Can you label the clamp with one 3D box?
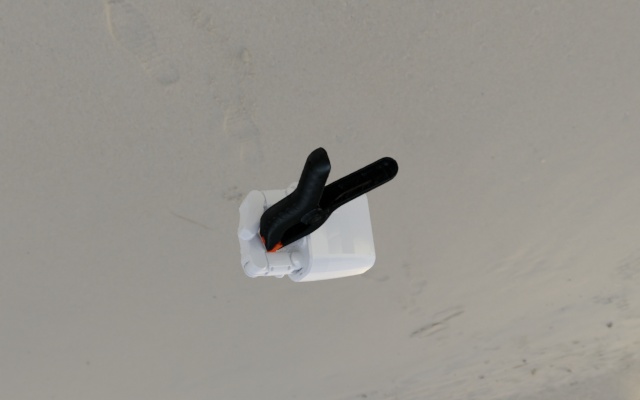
[{"bbox_3d":[0.000,0.002,0.499,0.120,0.039,0.171,2,-31,-37],"label":"clamp"}]
